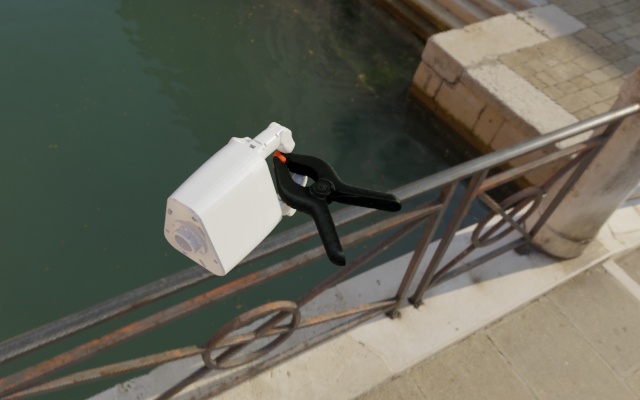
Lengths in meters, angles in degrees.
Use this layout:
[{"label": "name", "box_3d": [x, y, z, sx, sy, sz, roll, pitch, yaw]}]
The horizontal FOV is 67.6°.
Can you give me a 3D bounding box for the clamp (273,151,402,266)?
[{"label": "clamp", "box_3d": [0.000, 0.001, 0.583, 0.171, 0.039, 0.120, 29, 52, 18]}]
